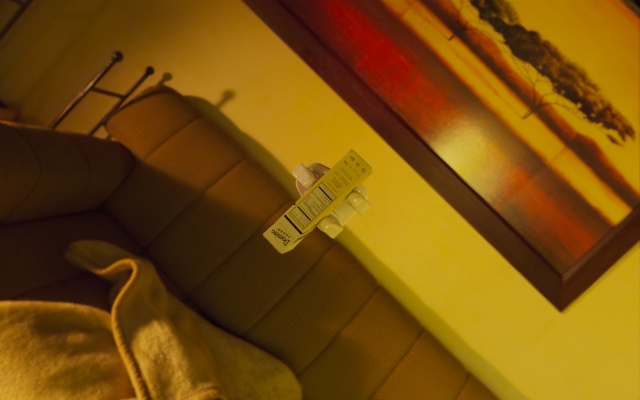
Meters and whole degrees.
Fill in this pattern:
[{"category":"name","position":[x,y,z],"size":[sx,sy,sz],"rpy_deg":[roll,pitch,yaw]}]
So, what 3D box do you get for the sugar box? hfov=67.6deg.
[{"category":"sugar box","position":[0.001,0.003,0.703],"size":[0.048,0.176,0.093],"rpy_deg":[44,5,6]}]
